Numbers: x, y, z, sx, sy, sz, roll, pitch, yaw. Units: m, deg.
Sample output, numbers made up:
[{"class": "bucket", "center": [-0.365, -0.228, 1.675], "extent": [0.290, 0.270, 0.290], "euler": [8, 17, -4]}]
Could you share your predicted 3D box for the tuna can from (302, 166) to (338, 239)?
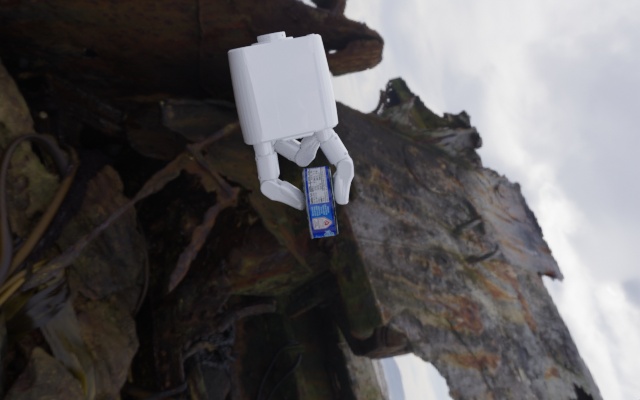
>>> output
[{"class": "tuna can", "center": [0.001, 0.002, 0.578], "extent": [0.034, 0.086, 0.086], "euler": [-7, 0, 1]}]
